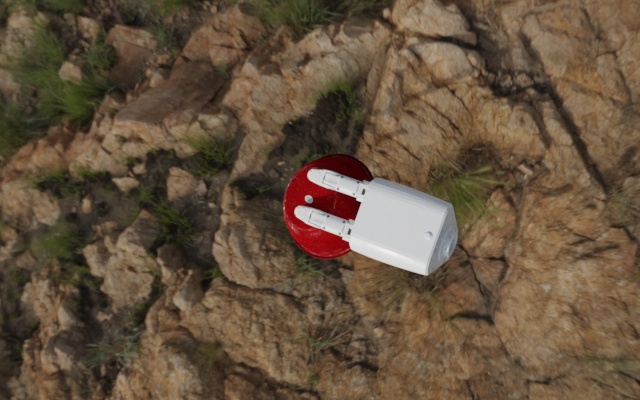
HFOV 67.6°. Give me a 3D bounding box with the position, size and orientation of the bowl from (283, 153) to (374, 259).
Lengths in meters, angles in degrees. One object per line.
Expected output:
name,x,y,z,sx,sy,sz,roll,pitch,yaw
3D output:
bowl,-0.001,0.002,0.694,0.162,0.162,0.055,0,-12,35
